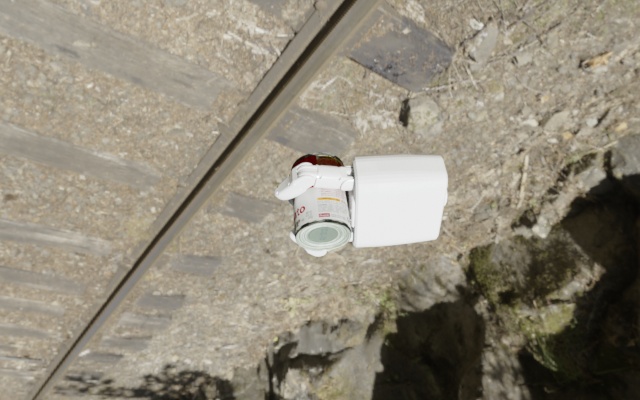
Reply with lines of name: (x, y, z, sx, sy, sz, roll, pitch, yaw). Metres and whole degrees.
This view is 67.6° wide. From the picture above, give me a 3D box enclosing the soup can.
soup can: (0.000, 0.002, 0.579, 0.068, 0.102, 0.069, -3, -35, -2)
